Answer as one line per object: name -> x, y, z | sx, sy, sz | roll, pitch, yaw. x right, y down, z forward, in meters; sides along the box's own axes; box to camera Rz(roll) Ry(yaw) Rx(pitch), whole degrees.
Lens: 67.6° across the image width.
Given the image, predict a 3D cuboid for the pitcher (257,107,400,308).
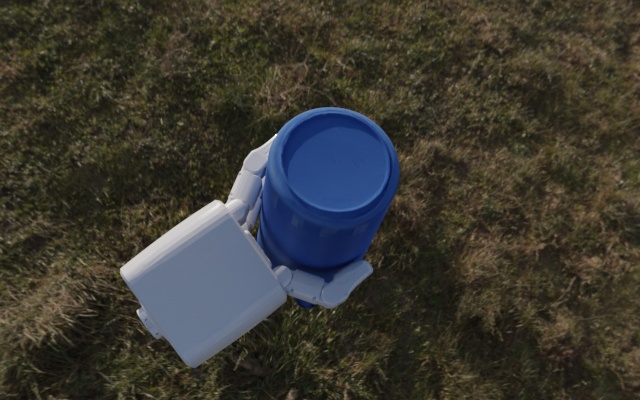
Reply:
pitcher -> 0.000, 0.002, 0.491 | 0.145, 0.149, 0.243 | -36, -13, -18
